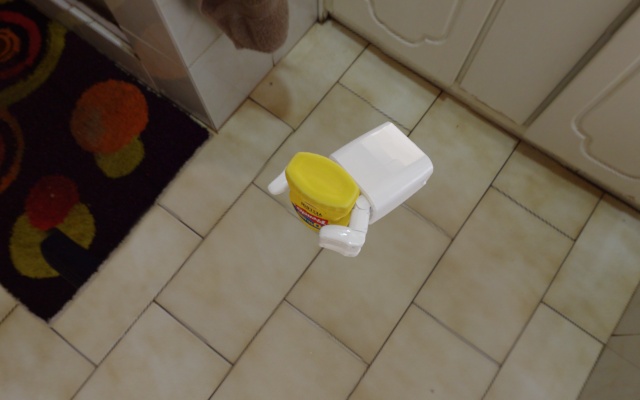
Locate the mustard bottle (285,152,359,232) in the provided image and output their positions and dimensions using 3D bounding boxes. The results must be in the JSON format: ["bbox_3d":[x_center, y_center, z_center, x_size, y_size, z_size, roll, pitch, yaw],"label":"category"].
[{"bbox_3d":[0.000,0.002,0.673,0.096,0.058,0.192,30,-16,8],"label":"mustard bottle"}]
